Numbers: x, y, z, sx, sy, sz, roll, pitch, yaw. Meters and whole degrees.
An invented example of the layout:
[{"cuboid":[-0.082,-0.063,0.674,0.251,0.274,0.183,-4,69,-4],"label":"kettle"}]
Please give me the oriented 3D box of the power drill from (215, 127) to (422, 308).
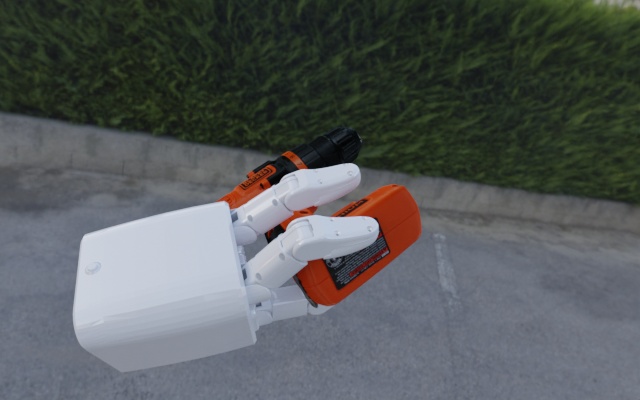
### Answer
[{"cuboid":[0.000,0.002,0.423,0.184,0.057,0.187,-37,29,-16],"label":"power drill"}]
